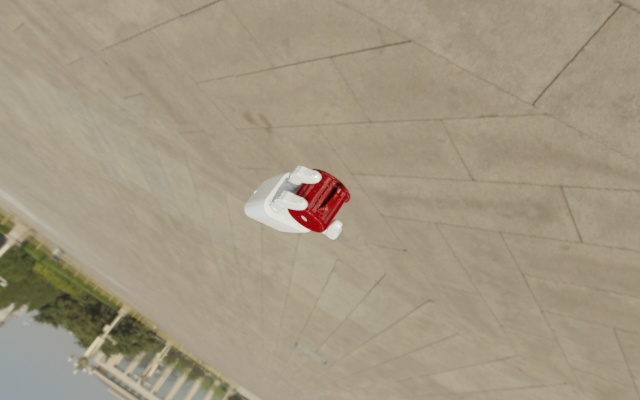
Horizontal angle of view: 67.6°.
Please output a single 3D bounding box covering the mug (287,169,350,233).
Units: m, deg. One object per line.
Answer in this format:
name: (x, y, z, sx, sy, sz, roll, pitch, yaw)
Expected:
mug: (0.001, 0.003, 0.848, 0.093, 0.081, 0.117, 44, -24, -21)
